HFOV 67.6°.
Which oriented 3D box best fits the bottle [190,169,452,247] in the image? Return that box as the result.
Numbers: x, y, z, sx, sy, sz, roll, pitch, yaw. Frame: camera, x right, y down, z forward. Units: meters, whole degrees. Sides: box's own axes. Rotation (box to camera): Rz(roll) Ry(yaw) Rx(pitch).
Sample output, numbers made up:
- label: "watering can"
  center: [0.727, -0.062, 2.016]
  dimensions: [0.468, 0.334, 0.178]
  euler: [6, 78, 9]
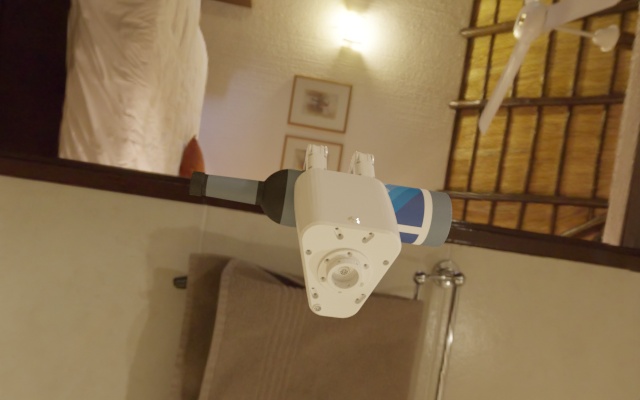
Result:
- label: "bottle"
  center: [0.000, 0.002, 0.554]
  dimensions: [0.296, 0.069, 0.069]
  euler: [9, -1, -7]
